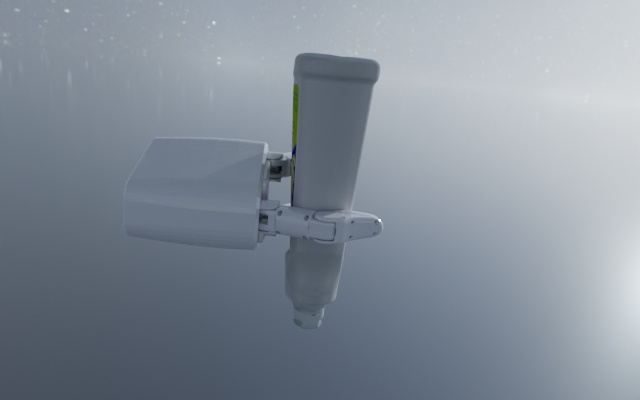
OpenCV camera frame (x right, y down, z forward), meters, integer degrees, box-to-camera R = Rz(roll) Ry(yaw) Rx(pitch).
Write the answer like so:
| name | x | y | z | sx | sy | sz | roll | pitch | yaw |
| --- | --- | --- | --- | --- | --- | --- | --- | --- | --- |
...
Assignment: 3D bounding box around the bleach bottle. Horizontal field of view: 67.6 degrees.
| name | x | y | z | sx | sy | sz | roll | pitch | yaw |
| --- | --- | --- | --- | --- | --- | --- | --- | --- | --- |
| bleach bottle | 0.000 | 0.001 | 0.428 | 0.068 | 0.251 | 0.102 | 4 | 15 | -5 |
